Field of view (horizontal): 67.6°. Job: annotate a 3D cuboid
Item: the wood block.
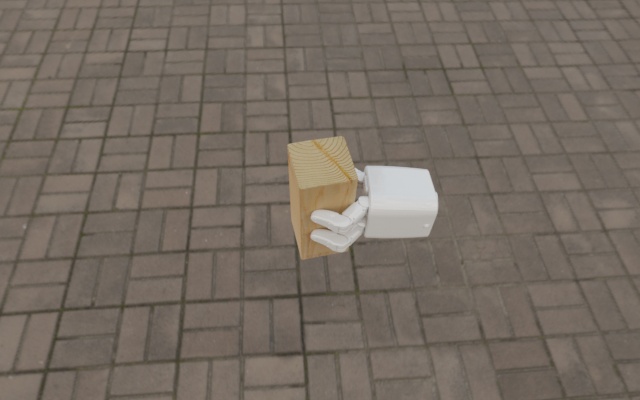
[{"bbox_3d":[0.000,0.002,0.783,0.090,0.090,0.206,-10,-35,-9],"label":"wood block"}]
